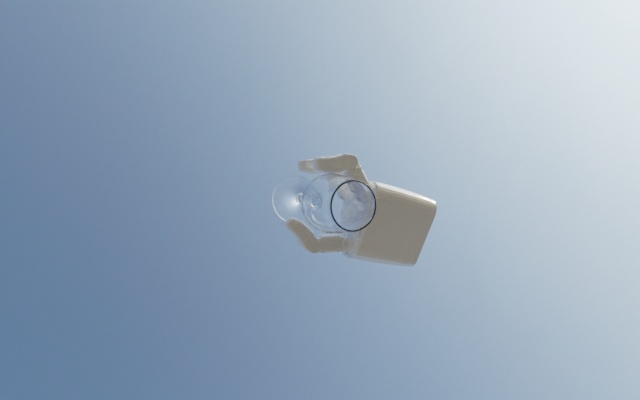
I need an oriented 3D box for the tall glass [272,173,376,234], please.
[{"bbox_3d":[0.000,0.002,0.654,0.079,0.079,0.201,0,2,-23],"label":"tall glass"}]
